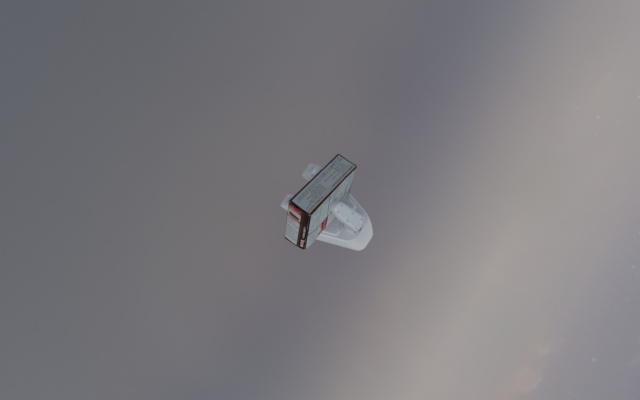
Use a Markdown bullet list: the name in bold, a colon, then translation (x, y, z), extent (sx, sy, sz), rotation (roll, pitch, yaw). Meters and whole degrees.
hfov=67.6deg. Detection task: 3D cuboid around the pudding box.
- **pudding box**: translation (0.000, 0.002, 0.661), extent (0.039, 0.113, 0.090), rotation (32, -35, 16)
